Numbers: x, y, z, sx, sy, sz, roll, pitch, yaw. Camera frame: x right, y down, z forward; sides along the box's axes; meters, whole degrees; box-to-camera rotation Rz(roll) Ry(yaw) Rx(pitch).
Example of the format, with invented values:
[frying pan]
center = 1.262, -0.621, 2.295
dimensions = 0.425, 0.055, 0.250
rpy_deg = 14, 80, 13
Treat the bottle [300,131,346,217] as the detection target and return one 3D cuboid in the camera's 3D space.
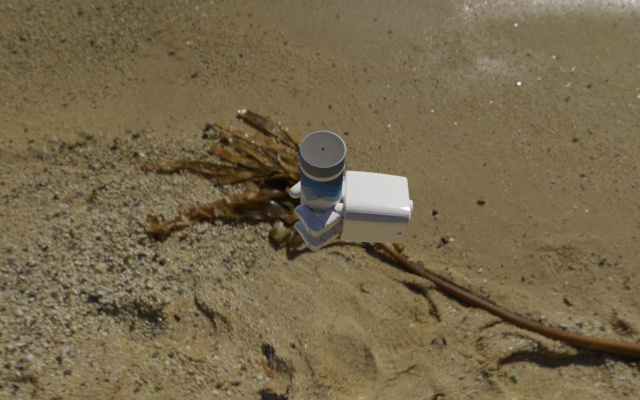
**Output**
[bottle]
center = 0.000, 0.002, 0.799
dimensions = 0.069, 0.069, 0.296
rpy_deg = 0, -31, -2
